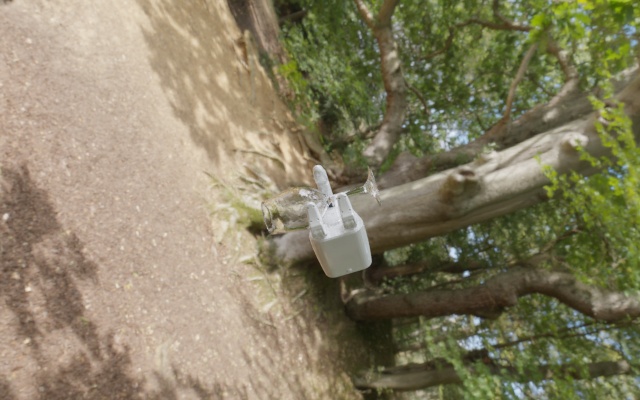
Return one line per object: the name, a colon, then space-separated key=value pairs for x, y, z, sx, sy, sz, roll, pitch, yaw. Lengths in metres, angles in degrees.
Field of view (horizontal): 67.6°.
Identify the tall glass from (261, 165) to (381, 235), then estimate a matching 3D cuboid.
tall glass: x=0.001 y=0.002 z=0.841 sx=0.201 sy=0.079 sz=0.079 roll=-17 pitch=-1 yaw=3
